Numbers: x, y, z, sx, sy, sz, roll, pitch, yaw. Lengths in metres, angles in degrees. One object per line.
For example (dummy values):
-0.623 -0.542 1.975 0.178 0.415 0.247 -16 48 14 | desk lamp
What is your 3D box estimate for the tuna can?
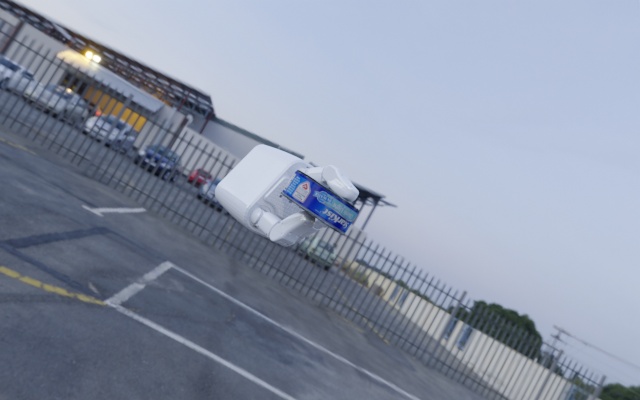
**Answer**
0.000 0.001 0.532 0.086 0.034 0.086 34 0 0 | tuna can
